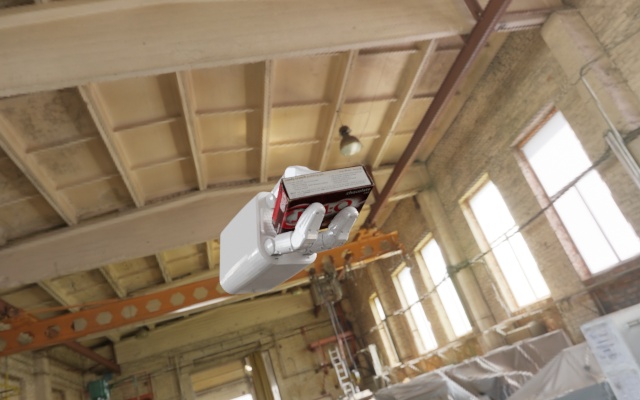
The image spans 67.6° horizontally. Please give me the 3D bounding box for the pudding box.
[{"bbox_3d":[0.000,0.002,0.598,0.113,0.039,0.090,-13,-28,-21],"label":"pudding box"}]
